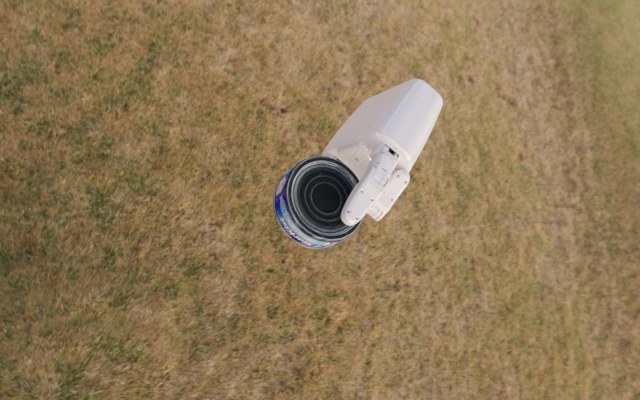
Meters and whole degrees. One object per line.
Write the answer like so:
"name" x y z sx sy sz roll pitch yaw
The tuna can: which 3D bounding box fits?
"tuna can" 0.000 0.001 0.459 0.086 0.086 0.034 0 -16 -26
